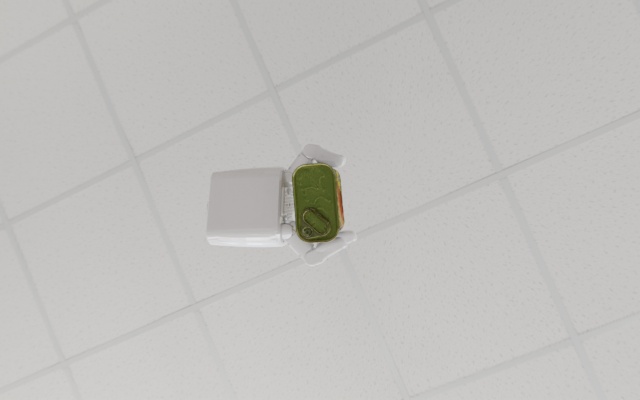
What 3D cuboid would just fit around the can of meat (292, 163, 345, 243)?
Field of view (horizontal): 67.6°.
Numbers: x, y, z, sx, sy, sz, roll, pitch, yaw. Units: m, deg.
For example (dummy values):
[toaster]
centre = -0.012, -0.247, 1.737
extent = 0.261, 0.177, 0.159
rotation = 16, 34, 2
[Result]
[can of meat]
centre = 0.000, 0.002, 0.649
extent = 0.057, 0.102, 0.084
rotation = -5, 1, 9
